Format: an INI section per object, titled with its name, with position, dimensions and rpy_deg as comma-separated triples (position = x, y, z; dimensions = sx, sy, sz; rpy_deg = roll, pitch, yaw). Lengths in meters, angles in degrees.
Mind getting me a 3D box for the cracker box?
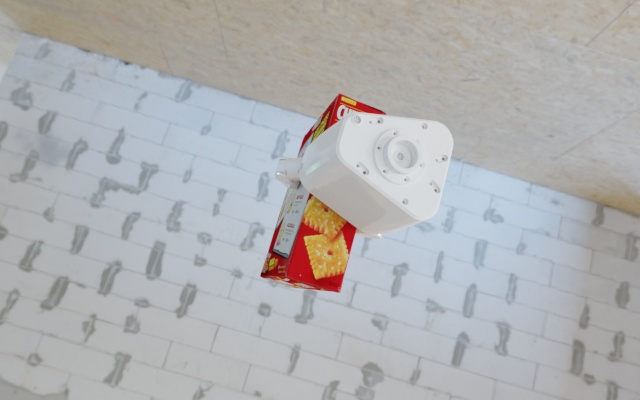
[cracker box]
position = 0.000, 0.002, 0.589
dimensions = 0.072, 0.213, 0.164
rpy_deg = 20, -14, -12
